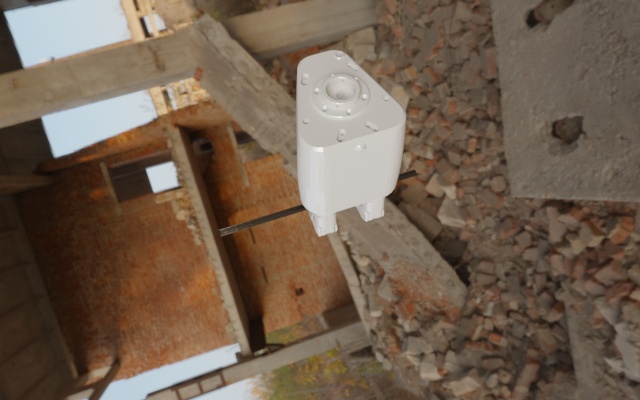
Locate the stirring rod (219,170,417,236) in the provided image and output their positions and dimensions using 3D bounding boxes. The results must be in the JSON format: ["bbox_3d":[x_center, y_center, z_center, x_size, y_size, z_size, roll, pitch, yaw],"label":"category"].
[{"bbox_3d":[0.000,0.002,0.557,0.239,0.011,0.011,-17,2,-8],"label":"stirring rod"}]
